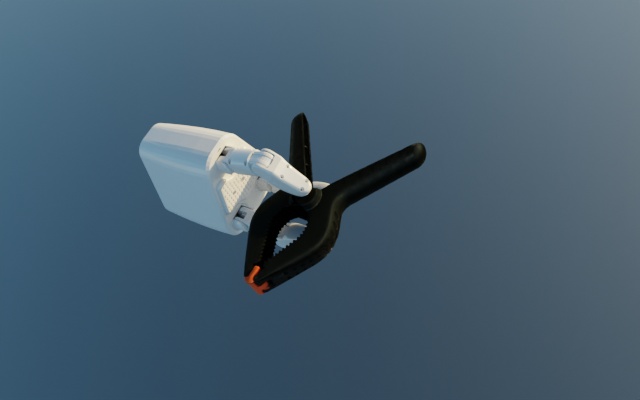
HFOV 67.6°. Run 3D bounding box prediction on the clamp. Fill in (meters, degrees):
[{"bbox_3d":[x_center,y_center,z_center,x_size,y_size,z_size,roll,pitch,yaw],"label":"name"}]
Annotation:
[{"bbox_3d":[-0.001,0.001,0.474,0.164,0.210,0.036,13,-28,30],"label":"clamp"}]
